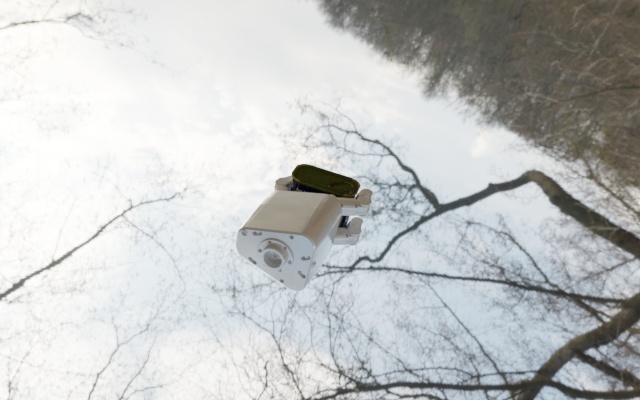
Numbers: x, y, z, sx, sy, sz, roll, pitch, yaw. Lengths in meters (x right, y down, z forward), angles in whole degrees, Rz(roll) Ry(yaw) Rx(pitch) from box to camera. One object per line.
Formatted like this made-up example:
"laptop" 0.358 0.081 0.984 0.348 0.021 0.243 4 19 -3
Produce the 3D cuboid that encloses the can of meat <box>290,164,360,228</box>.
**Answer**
"can of meat" 0.000 0.003 0.727 0.102 0.084 0.057 18 31 7
